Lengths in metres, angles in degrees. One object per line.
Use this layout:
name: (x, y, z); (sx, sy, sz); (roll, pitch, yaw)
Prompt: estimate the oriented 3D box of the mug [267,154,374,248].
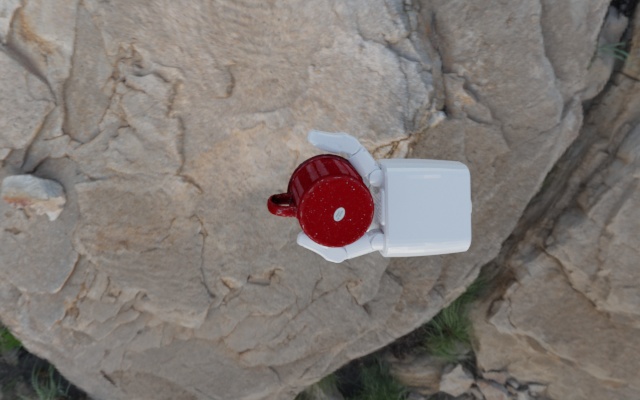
mug: (-0.001, 0.002, 0.525); (0.117, 0.093, 0.081); (-1, 16, -8)
